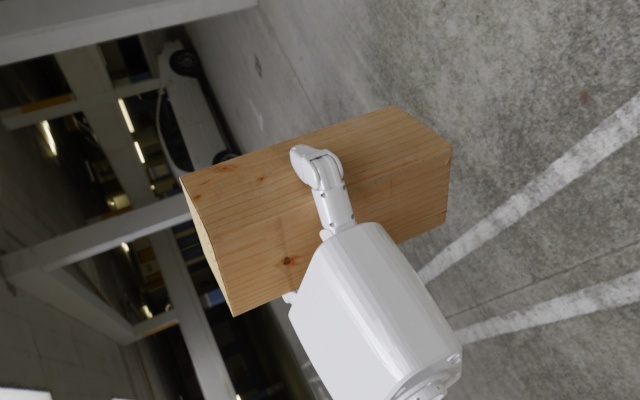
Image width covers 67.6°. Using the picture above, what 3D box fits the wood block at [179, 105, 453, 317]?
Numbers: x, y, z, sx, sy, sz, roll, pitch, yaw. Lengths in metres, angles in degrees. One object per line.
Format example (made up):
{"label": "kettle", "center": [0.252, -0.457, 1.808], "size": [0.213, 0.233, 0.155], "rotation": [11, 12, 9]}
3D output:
{"label": "wood block", "center": [0.000, 0.001, 0.412], "size": [0.206, 0.091, 0.090], "rotation": [-21, 41, -18]}
